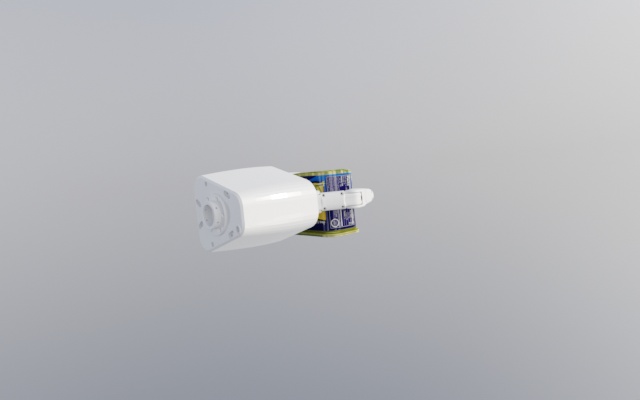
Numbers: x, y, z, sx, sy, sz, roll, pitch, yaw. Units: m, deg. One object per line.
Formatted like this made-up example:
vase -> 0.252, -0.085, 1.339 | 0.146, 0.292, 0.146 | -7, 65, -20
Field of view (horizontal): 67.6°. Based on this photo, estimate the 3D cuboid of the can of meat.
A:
can of meat -> 0.000, 0.002, 0.640 | 0.057, 0.084, 0.102 | -9, 5, -38
